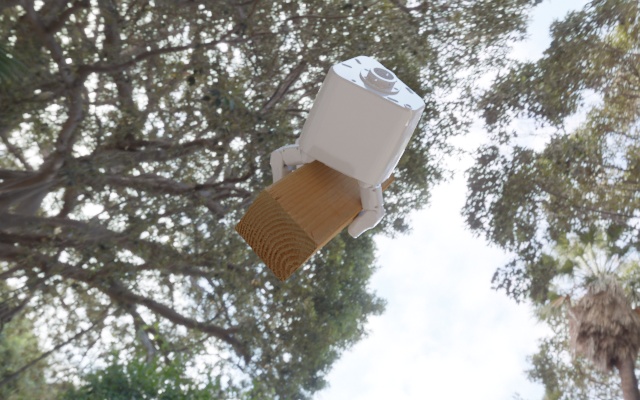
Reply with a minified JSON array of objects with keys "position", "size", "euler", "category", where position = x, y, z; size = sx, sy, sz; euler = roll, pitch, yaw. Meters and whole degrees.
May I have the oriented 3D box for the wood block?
[{"position":[0.001,0.002,0.624],"size":[0.206,0.091,0.090],"euler":[-36,-9,-48],"category":"wood block"}]
